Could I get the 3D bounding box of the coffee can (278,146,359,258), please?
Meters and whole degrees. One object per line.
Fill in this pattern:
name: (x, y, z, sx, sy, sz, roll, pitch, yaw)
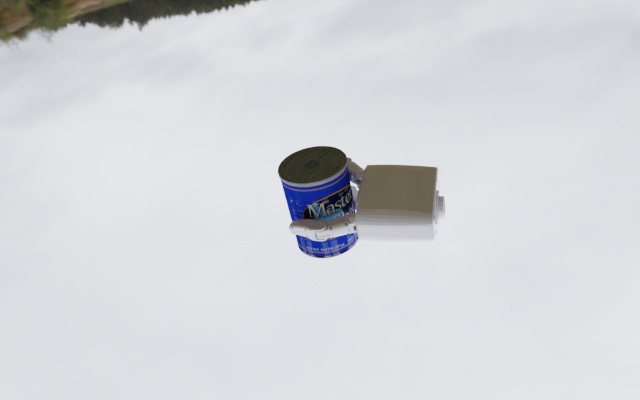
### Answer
coffee can: (0.000, 0.002, 0.730, 0.103, 0.140, 0.102, -8, 35, 6)
